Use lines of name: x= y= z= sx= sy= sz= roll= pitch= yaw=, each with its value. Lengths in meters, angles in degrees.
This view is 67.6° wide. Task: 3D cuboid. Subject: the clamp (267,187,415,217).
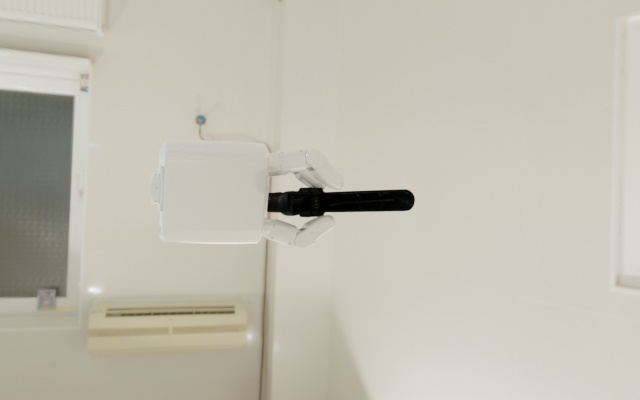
clamp: x=0.000 y=0.003 z=0.583 sx=0.164 sy=0.036 sz=0.210 roll=0 pitch=0 yaw=-22
